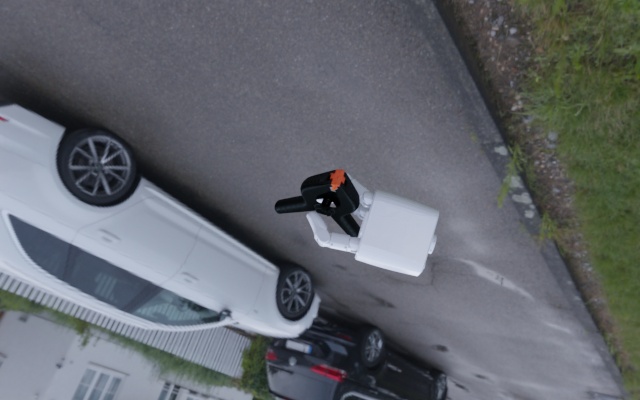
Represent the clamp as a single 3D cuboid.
[{"bbox_3d":[0.000,0.003,0.772,0.164,0.036,0.210,16,-23,5],"label":"clamp"}]
